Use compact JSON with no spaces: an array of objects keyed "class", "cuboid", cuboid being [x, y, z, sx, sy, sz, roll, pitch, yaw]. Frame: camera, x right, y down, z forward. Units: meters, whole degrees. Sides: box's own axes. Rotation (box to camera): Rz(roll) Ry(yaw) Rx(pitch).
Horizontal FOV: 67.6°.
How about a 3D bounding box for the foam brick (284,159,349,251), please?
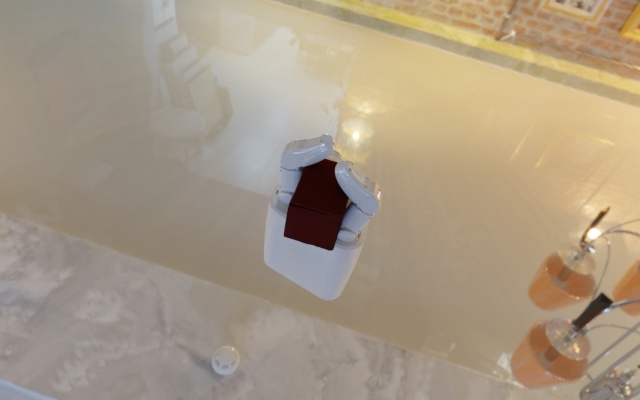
[{"class":"foam brick","cuboid":[0.000,0.002,0.478,0.053,0.051,0.078,17,44,2]}]
